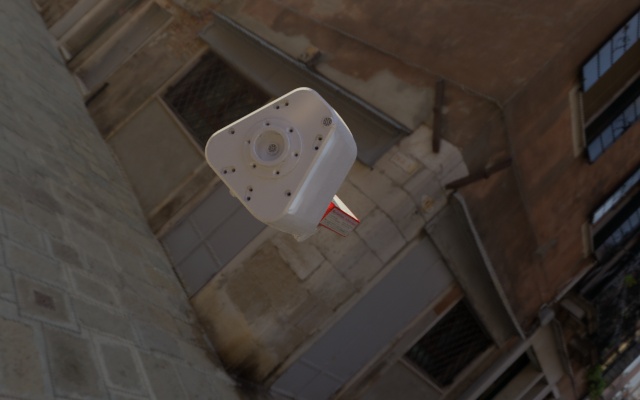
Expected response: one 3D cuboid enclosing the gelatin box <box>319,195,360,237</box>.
[{"bbox_3d":[0.001,0.002,0.554,0.073,0.030,0.089,48,8,26],"label":"gelatin box"}]
